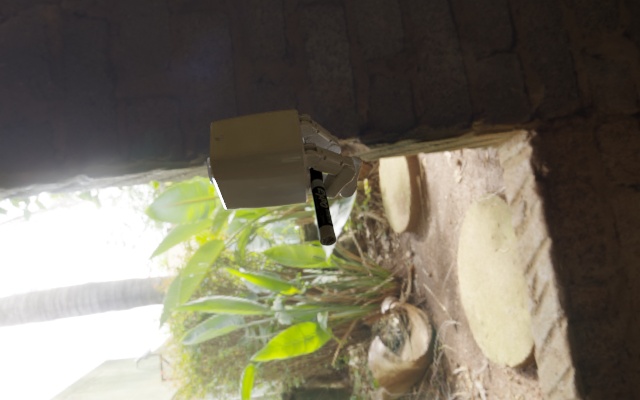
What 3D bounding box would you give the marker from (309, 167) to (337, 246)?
[{"bbox_3d":[0.000,0.002,0.562,0.020,0.121,0.020,-6,-44,-6],"label":"marker"}]
